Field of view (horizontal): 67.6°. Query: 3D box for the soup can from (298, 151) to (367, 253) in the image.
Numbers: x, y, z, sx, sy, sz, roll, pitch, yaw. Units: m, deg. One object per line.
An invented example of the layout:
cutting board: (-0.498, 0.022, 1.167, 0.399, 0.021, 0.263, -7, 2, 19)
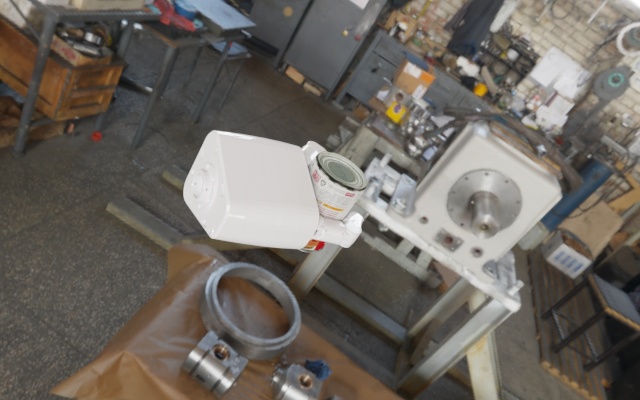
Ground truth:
soup can: (0.001, 0.002, 0.556, 0.068, 0.102, 0.068, 25, 30, -16)
